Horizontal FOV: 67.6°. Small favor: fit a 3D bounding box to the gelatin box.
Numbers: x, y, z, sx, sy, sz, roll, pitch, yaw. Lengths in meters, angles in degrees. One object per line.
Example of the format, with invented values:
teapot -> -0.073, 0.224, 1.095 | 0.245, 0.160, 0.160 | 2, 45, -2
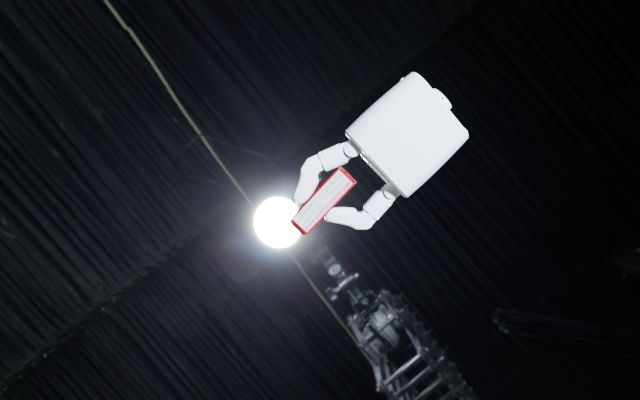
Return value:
gelatin box -> 0.000, 0.003, 0.592 | 0.030, 0.089, 0.073 | 43, -6, -2
